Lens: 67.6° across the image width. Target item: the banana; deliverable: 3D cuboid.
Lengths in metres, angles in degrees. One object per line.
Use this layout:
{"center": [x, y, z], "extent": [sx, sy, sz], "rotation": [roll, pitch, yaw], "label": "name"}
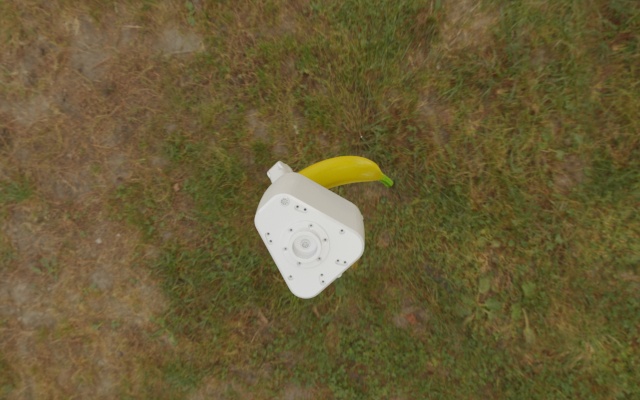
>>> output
{"center": [-0.003, -0.016, 0.643], "extent": [0.198, 0.070, 0.037], "rotation": [-19, 18, 4], "label": "banana"}
